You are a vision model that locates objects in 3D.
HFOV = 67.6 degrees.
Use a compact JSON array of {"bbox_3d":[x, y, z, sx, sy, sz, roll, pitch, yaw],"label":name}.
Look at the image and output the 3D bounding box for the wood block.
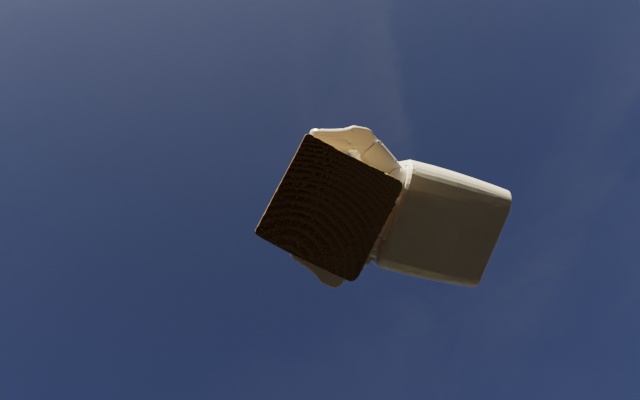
[{"bbox_3d":[0.000,0.002,0.471,0.090,0.091,0.206,27,0,-5],"label":"wood block"}]
